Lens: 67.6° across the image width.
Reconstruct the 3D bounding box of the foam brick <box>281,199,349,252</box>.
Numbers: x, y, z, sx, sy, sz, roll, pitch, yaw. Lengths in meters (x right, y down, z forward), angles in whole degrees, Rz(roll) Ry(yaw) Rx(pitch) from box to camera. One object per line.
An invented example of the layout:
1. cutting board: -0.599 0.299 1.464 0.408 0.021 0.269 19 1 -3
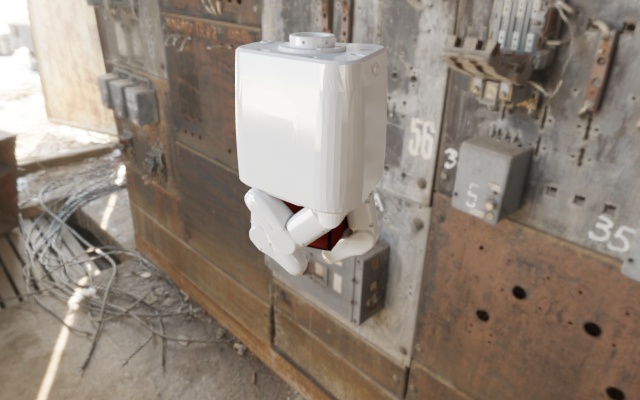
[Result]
1. foam brick: 0.000 0.001 0.427 0.053 0.051 0.078 10 27 19
